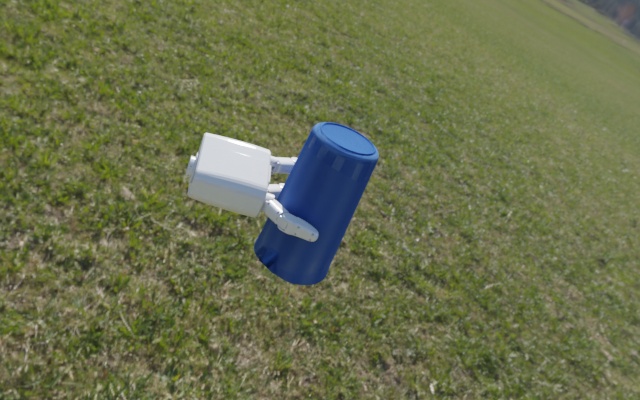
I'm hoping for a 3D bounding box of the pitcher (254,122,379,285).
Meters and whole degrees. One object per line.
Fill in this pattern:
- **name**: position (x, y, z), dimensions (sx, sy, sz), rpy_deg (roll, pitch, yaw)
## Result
- **pitcher**: position (0.000, 0.002, 0.762), dimensions (0.145, 0.243, 0.149), rpy_deg (17, 29, -16)
